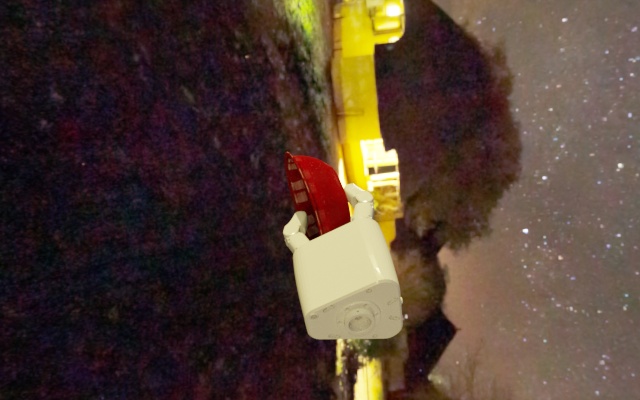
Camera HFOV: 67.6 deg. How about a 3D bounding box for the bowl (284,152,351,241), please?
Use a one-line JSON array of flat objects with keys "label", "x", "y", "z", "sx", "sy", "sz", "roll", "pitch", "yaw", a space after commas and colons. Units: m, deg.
[{"label": "bowl", "x": 0.000, "y": 0.001, "z": 0.671, "sx": 0.055, "sy": 0.162, "sz": 0.162, "roll": -19, "pitch": 4, "yaw": -11}]
